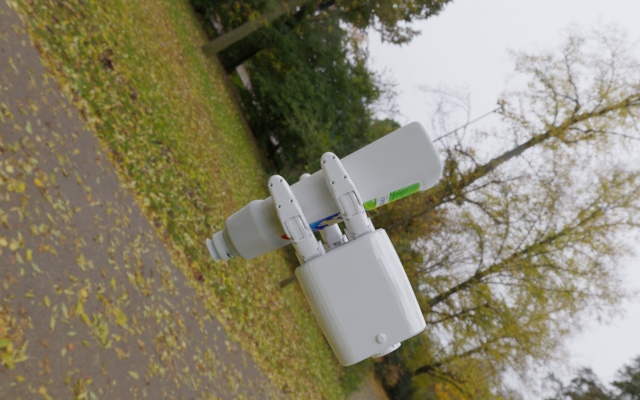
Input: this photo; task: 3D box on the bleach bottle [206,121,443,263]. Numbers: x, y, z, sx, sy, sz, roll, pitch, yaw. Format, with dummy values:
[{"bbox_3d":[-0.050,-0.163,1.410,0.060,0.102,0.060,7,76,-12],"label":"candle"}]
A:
[{"bbox_3d":[0.000,0.002,0.512,0.251,0.068,0.102,-25,-10,0],"label":"bleach bottle"}]
